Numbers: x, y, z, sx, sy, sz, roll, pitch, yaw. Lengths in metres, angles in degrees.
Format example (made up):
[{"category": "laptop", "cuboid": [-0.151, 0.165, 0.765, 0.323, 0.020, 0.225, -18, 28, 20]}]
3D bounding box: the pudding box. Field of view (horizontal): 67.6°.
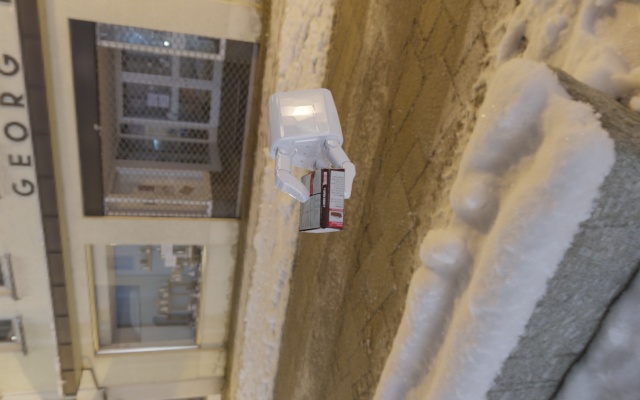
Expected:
[{"category": "pudding box", "cuboid": [0.000, 0.002, 0.717, 0.039, 0.090, 0.113, 3, -6, -17]}]
